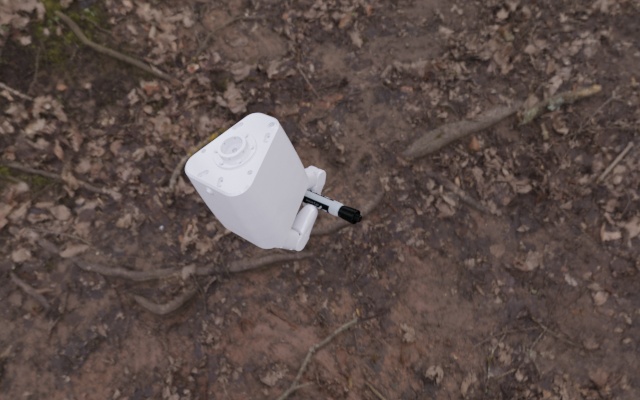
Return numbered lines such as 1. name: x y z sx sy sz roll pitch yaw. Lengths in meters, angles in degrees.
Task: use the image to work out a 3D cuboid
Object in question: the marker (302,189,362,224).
1. marker: 0.000 0.002 0.607 0.121 0.020 0.020 23 12 31
